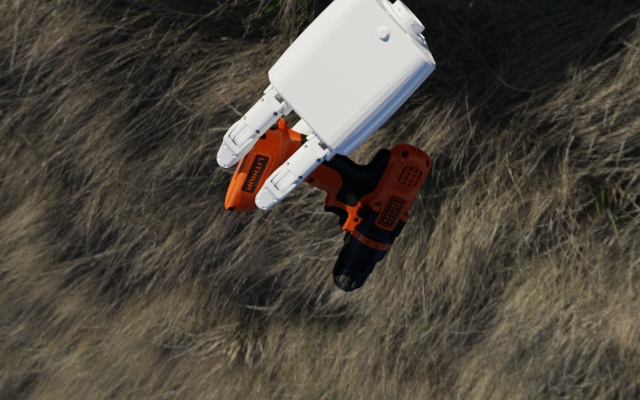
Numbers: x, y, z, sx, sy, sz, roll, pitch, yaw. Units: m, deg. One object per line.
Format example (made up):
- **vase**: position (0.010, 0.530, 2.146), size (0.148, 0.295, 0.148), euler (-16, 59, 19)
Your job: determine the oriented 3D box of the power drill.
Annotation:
- **power drill**: position (0.000, 0.001, 0.505), size (0.188, 0.184, 0.057), euler (19, 21, -15)
